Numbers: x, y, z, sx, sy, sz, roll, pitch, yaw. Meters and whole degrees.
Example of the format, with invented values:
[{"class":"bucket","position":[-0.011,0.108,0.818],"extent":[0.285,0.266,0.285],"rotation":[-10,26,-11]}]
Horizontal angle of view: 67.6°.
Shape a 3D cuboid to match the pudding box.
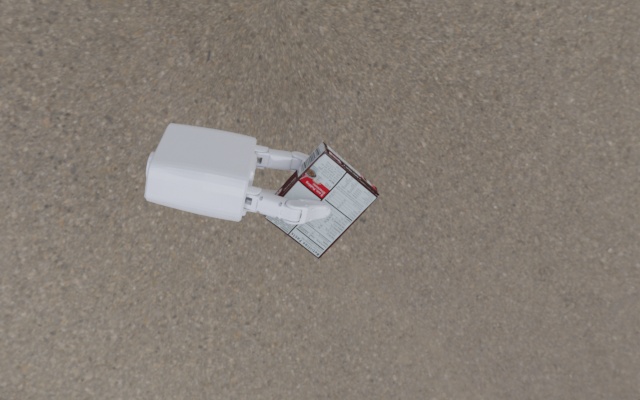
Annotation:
[{"class":"pudding box","position":[0.000,0.002,0.575],"extent":[0.090,0.113,0.039],"rotation":[39,16,-17]}]
